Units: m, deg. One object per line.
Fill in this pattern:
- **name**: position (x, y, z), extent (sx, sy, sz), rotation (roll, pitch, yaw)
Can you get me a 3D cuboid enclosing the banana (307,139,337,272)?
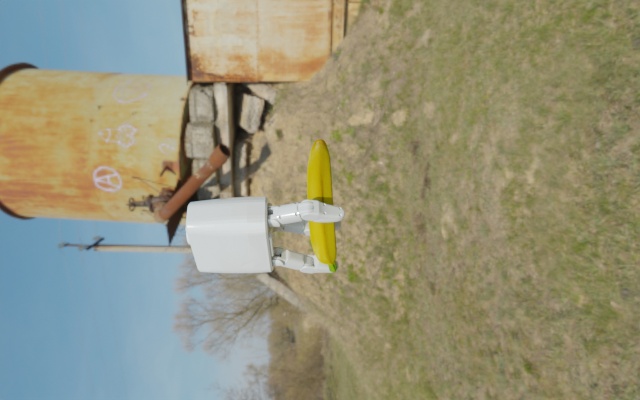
- **banana**: position (0.000, 0.004, 0.677), extent (0.037, 0.198, 0.069), rotation (-4, -6, 0)
